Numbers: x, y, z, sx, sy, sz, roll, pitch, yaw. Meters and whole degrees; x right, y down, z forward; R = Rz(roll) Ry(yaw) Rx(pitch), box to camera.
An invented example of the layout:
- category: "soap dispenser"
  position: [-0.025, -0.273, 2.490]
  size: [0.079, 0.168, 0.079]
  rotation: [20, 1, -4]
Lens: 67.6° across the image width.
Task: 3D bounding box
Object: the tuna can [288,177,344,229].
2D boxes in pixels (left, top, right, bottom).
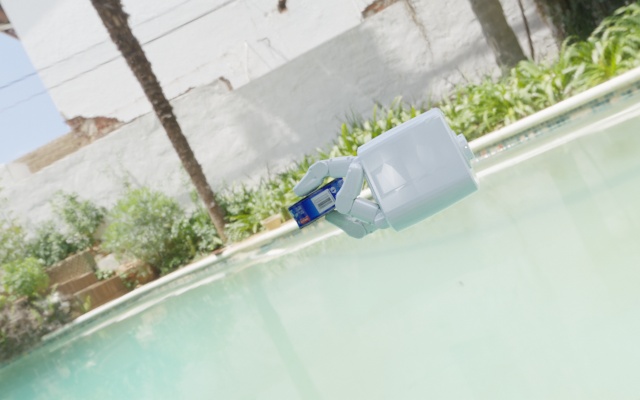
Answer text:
- category: "tuna can"
  position: [0.000, 0.002, 0.634]
  size: [0.086, 0.034, 0.086]
  rotation: [-32, 1, 1]
